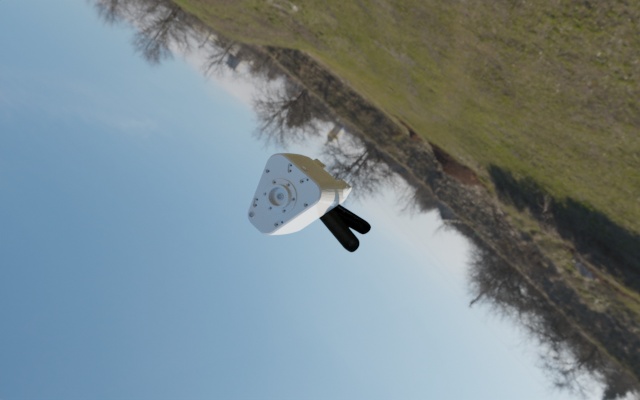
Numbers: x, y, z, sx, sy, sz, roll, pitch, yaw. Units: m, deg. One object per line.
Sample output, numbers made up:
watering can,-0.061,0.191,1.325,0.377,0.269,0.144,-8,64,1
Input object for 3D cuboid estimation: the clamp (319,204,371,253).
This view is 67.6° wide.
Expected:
clamp,-0.001,0.003,0.804,0.210,0.036,0.164,41,12,12
